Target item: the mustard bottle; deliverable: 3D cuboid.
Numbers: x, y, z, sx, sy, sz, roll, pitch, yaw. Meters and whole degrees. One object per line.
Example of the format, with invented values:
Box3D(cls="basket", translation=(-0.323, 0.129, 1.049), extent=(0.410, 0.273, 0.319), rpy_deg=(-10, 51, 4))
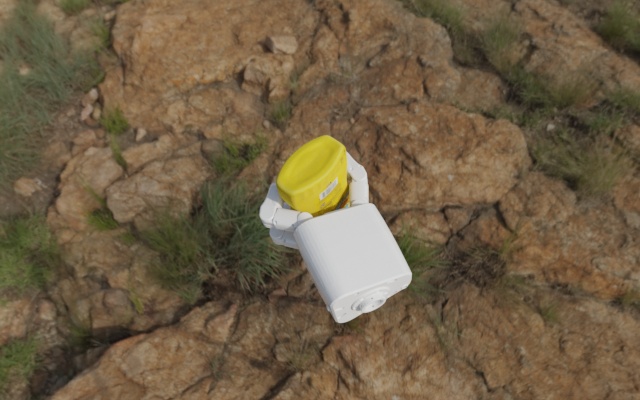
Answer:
Box3D(cls="mustard bottle", translation=(0.000, 0.002, 0.652), extent=(0.058, 0.096, 0.192), rpy_deg=(35, -19, 25))
